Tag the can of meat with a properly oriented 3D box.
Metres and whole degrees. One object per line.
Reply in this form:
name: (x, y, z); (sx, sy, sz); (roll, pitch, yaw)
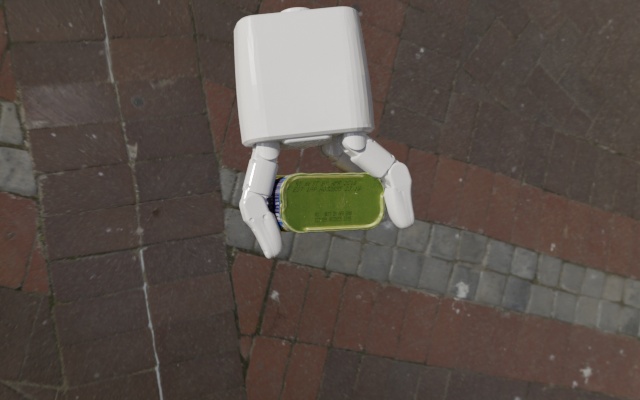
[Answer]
can of meat: (0.000, 0.002, 0.450); (0.102, 0.057, 0.084); (-2, 0, -18)
